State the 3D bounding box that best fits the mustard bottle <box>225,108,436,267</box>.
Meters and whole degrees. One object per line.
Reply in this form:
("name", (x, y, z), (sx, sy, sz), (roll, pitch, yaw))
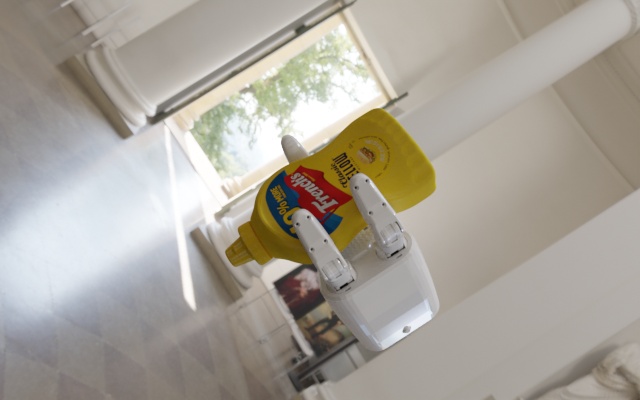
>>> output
("mustard bottle", (0.000, 0.001, 0.429), (0.191, 0.096, 0.058), (-33, -28, -2))
